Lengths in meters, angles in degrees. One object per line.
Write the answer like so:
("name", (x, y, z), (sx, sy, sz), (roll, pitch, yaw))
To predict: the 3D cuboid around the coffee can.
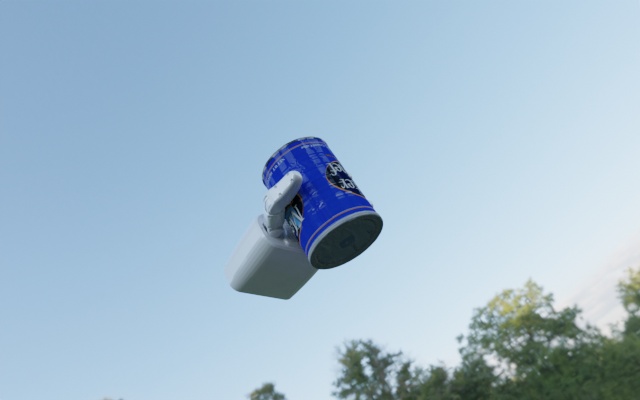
("coffee can", (0.000, 0.002, 0.611), (0.103, 0.140, 0.103), (-24, -32, -16))
